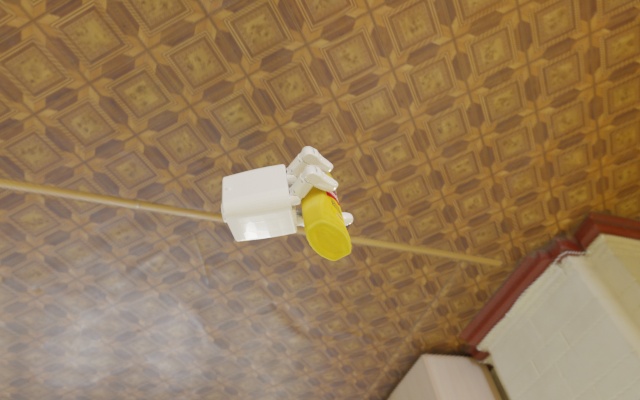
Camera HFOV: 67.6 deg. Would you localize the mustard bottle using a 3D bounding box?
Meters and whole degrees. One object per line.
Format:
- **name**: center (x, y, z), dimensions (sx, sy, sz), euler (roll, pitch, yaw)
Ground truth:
- **mustard bottle**: center (0.000, 0.003, 0.790), dimensions (0.058, 0.191, 0.096), euler (-29, -51, 14)
